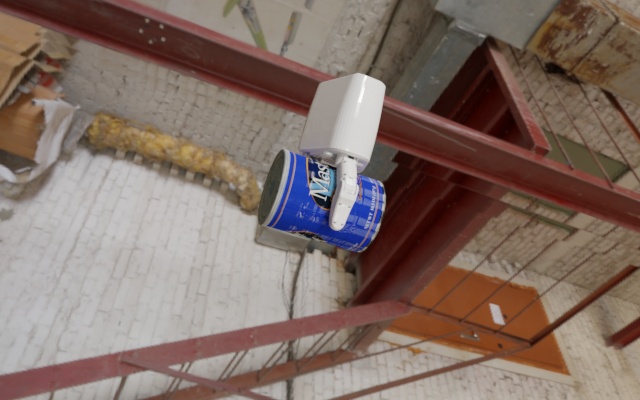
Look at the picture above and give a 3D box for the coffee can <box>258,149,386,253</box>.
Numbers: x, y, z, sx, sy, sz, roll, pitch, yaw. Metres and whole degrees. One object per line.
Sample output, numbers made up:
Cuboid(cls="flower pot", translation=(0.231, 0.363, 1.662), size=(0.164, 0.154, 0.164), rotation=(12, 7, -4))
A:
Cuboid(cls="coffee can", translation=(0.000, 0.002, 0.631), size=(0.140, 0.103, 0.103), rotation=(17, -5, -17))
